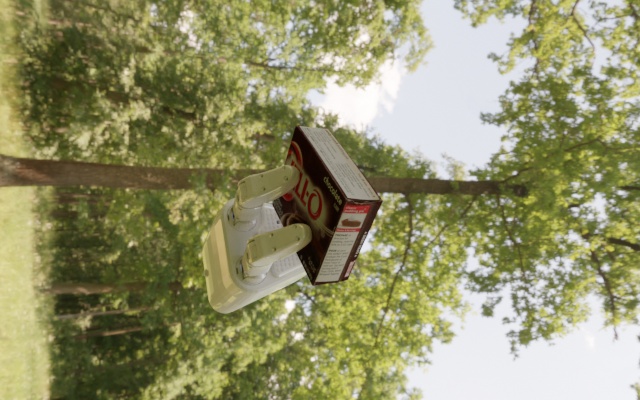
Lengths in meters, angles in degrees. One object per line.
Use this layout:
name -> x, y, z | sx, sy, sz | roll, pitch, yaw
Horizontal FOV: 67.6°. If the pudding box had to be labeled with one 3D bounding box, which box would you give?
pudding box -> 0.000, 0.001, 0.411 | 0.039, 0.090, 0.113 | -2, 38, -29
